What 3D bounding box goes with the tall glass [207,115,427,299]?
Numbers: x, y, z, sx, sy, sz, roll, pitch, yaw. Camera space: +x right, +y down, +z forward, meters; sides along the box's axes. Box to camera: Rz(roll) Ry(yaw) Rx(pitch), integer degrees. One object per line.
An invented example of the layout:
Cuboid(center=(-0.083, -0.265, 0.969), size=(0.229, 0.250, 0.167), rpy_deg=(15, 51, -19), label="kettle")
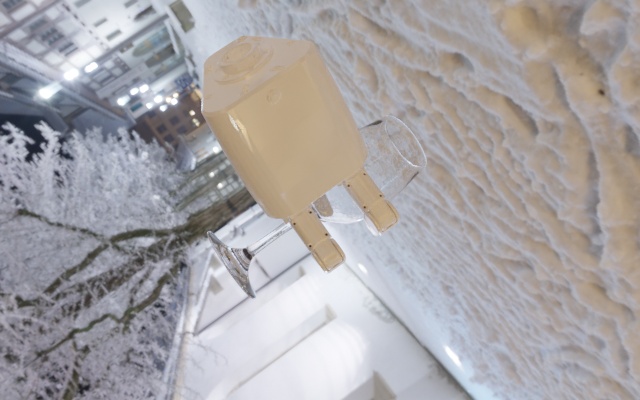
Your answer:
Cuboid(center=(0.000, 0.002, 0.441), size=(0.201, 0.079, 0.079), rpy_deg=(-35, 4, -6), label="tall glass")
